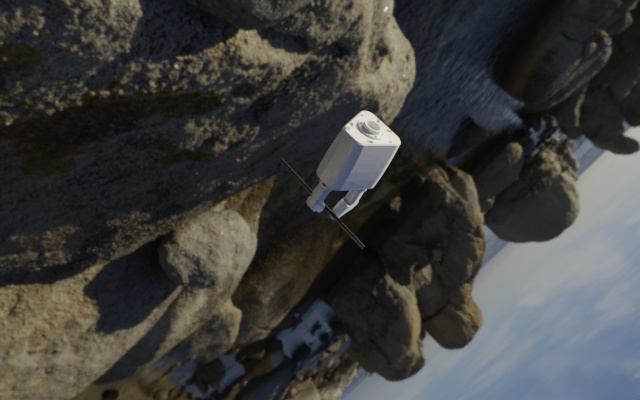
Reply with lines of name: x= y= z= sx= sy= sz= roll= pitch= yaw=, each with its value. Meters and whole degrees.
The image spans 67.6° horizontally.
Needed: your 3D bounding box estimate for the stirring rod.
stirring rod: x=0.000 y=0.003 z=0.897 sx=0.239 sy=0.011 sz=0.011 roll=47 pitch=19 yaw=19
